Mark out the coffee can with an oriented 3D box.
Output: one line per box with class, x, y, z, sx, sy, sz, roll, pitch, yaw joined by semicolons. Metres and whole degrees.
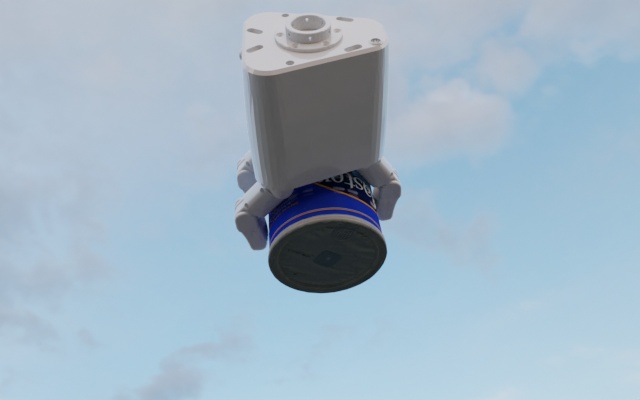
coffee can;0.000;0.002;0.456;0.103;0.140;0.103;-4;-44;-4
